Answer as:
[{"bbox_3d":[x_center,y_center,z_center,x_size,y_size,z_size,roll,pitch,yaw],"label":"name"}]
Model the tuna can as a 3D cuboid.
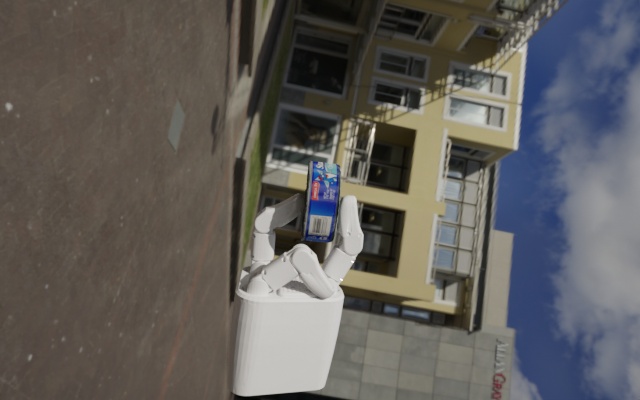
[{"bbox_3d":[0.001,0.002,0.509,0.034,0.086,0.086,6,0,-3],"label":"tuna can"}]
